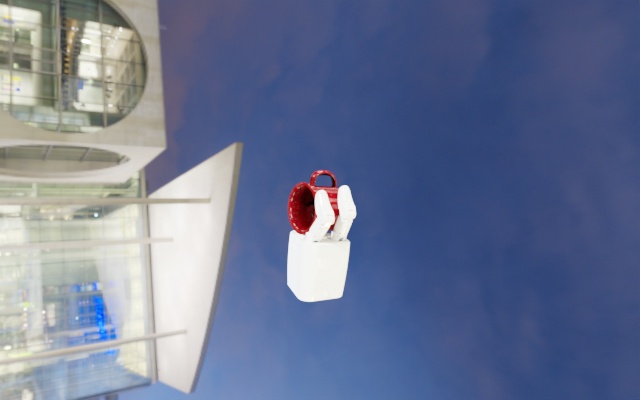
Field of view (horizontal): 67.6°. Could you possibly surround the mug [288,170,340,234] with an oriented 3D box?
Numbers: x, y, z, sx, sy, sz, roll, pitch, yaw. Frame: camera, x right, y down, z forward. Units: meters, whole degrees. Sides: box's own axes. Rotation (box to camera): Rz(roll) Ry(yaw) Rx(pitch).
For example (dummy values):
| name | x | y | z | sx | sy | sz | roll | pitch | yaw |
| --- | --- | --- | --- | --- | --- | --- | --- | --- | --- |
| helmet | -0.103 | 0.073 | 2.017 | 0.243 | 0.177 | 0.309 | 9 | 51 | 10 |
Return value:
| name | x | y | z | sx | sy | sz | roll | pitch | yaw |
| --- | --- | --- | --- | --- | --- | --- | --- | --- | --- |
| mug | 0.000 | 0.001 | 0.871 | 0.081 | 0.117 | 0.093 | 1 | 10 | -36 |
